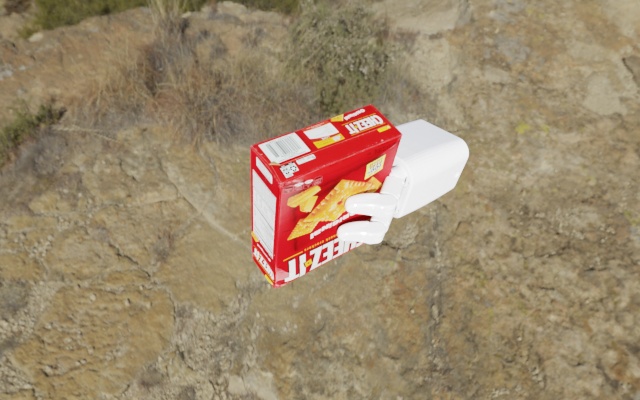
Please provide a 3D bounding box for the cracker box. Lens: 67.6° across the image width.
[{"bbox_3d":[0.000,0.002,0.598,0.164,0.072,0.214,-23,-34,-25],"label":"cracker box"}]
